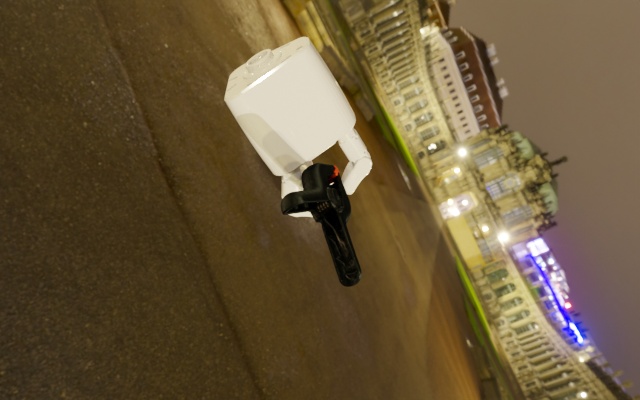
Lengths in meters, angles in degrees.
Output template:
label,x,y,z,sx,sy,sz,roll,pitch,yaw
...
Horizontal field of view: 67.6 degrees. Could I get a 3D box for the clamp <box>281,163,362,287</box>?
label,x,y,z,sx,sy,sz,roll,pitch,yaw
clamp,0.001,0.001,0.525,0.039,0.120,0.171,-26,33,14
